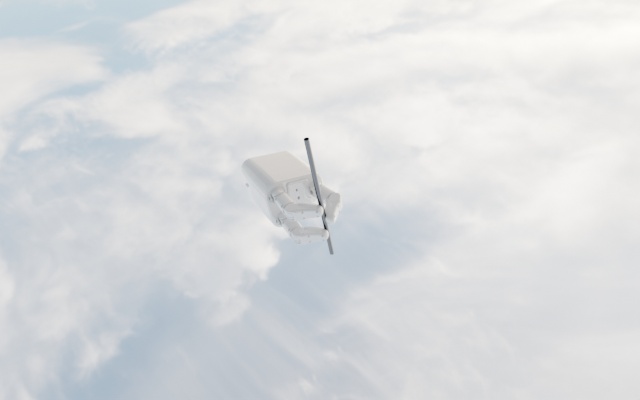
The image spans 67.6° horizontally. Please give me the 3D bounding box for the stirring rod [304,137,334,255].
[{"bbox_3d":[0.000,0.002,0.745,0.011,0.240,0.011,-7,42,6],"label":"stirring rod"}]
